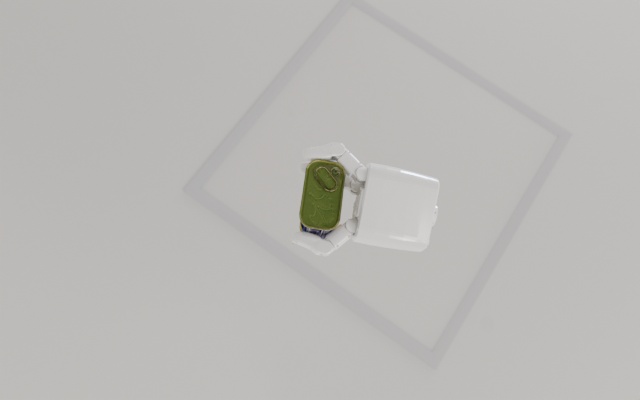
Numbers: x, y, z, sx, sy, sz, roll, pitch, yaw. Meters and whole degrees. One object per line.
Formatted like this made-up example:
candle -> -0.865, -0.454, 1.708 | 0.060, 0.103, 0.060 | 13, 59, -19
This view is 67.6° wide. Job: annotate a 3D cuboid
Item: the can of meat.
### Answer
can of meat -> 0.000, 0.002, 0.704 | 0.057, 0.102, 0.084 | 8, -16, -2
